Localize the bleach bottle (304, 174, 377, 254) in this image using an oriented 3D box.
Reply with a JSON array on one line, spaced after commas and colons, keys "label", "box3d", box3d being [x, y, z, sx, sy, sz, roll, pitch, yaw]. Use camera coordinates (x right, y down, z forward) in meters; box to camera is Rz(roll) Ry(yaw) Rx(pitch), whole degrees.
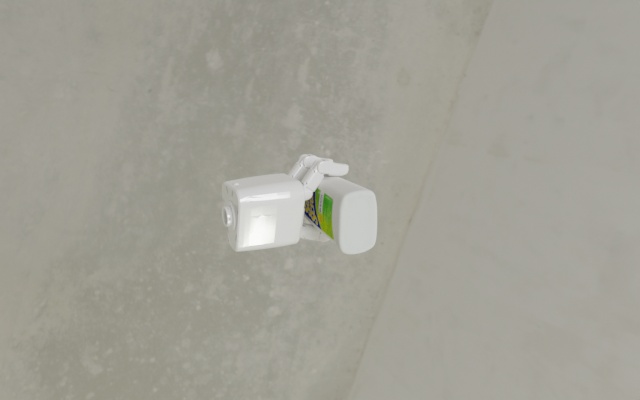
[{"label": "bleach bottle", "box3d": [0.000, 0.003, 0.807, 0.068, 0.102, 0.250, -8, 17, -26]}]
